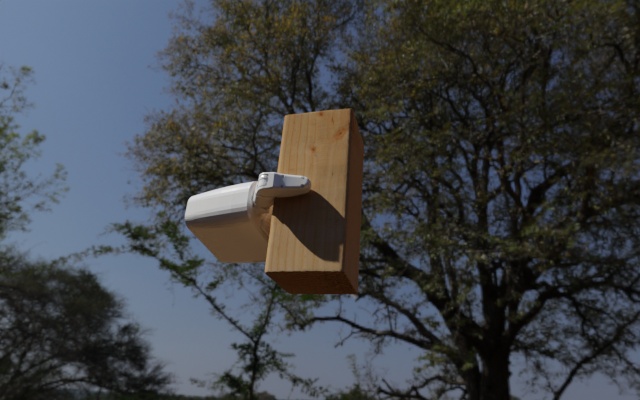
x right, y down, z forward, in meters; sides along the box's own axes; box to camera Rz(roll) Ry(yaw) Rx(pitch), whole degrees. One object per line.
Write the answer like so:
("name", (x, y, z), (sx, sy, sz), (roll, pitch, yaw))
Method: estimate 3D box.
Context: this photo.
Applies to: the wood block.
("wood block", (0.000, 0.002, 0.581), (0.090, 0.206, 0.091), (-3, -26, 15))
